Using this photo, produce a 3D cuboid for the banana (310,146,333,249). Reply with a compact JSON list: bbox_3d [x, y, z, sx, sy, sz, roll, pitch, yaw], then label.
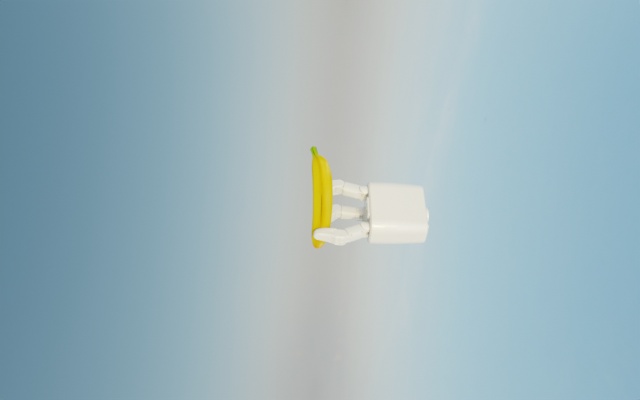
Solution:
[{"bbox_3d":[0.002,0.005,0.868,0.037,0.198,0.069,-1,16,-6],"label":"banana"}]
